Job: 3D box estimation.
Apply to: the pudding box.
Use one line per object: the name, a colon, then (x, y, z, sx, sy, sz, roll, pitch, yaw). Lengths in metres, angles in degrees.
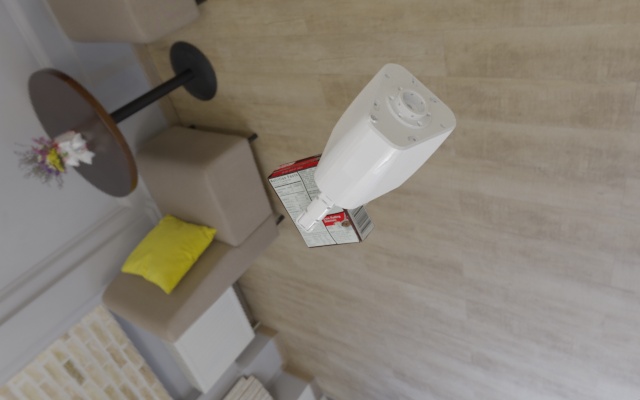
pudding box: (0.000, 0.002, 0.578, 0.090, 0.113, 0.039, -10, 26, 42)
